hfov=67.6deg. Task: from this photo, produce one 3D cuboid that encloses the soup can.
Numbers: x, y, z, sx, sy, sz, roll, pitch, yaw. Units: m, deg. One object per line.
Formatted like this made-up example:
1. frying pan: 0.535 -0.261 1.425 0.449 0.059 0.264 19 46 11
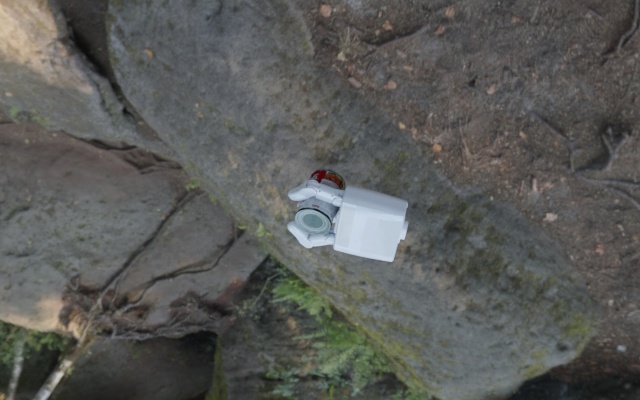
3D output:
1. soup can: 0.000 0.003 0.844 0.068 0.069 0.102 0 44 22
